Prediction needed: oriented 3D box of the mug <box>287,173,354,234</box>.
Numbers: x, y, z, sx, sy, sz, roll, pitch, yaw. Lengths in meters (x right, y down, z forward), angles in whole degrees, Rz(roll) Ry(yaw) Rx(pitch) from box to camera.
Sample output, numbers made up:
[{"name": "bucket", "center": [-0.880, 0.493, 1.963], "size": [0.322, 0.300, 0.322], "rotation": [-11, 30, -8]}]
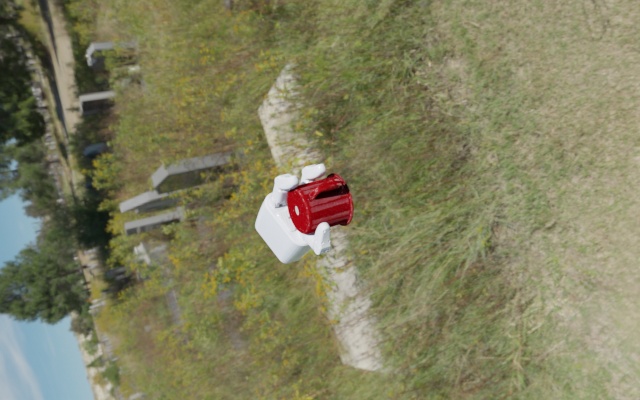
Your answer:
[{"name": "mug", "center": [0.000, 0.002, 0.786], "size": [0.081, 0.093, 0.117], "rotation": [-16, -21, -27]}]
